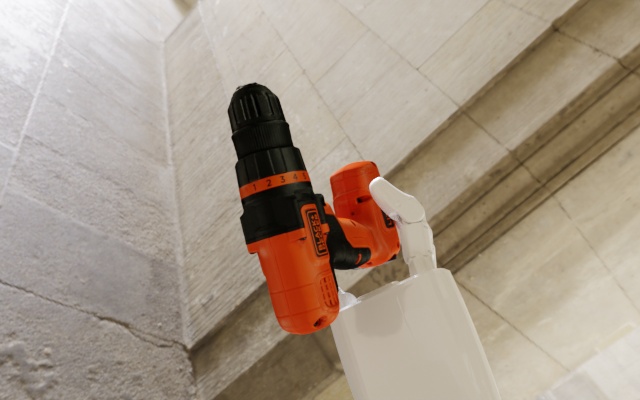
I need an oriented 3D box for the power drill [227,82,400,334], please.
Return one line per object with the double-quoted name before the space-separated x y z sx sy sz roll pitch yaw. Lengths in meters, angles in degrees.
"power drill" 0.000 0.002 0.406 0.057 0.184 0.187 -16 -5 28
